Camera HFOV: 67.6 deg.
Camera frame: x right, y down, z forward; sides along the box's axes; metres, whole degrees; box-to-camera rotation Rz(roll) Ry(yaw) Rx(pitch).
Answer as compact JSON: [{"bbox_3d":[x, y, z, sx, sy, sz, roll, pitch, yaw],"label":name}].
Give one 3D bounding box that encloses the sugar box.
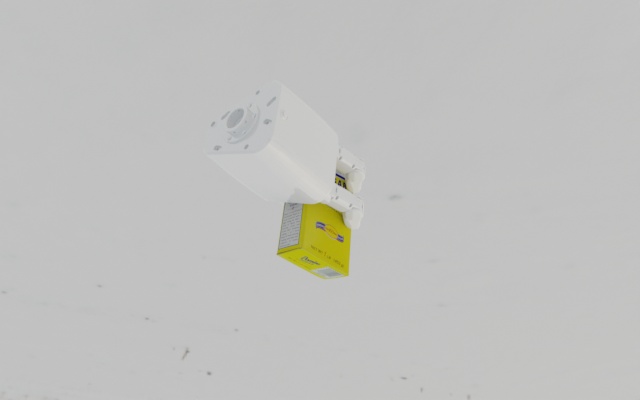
[{"bbox_3d":[0.000,0.002,0.603,0.048,0.176,0.093,-16,-36,36],"label":"sugar box"}]
